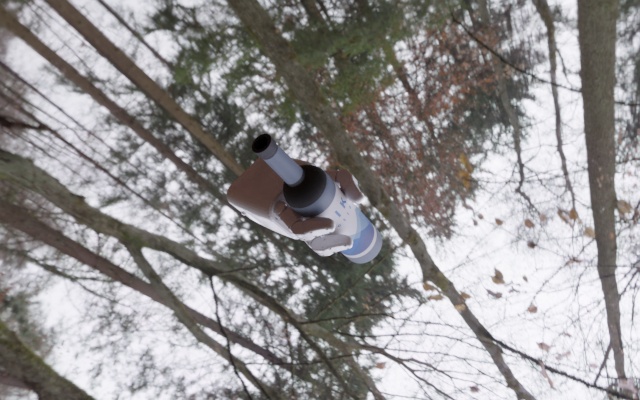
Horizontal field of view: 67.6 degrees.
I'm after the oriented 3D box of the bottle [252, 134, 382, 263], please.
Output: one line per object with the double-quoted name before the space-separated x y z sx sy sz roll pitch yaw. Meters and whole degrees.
"bottle" 0.000 0.002 0.667 0.069 0.069 0.296 0 -28 32
